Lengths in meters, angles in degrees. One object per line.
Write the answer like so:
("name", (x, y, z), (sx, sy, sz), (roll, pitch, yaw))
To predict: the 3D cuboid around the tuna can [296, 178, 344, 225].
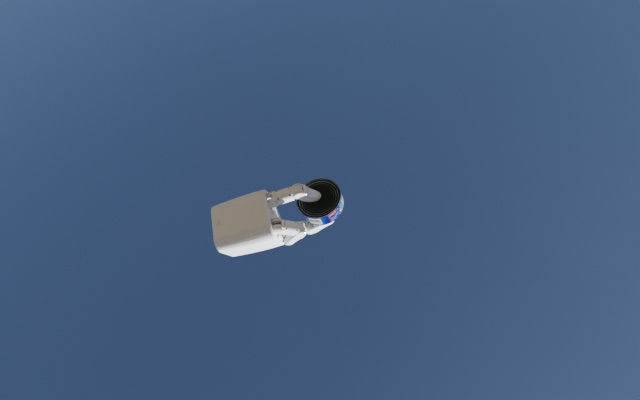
("tuna can", (0.000, 0.003, 0.897), (0.086, 0.086, 0.034), (0, -30, 17))
